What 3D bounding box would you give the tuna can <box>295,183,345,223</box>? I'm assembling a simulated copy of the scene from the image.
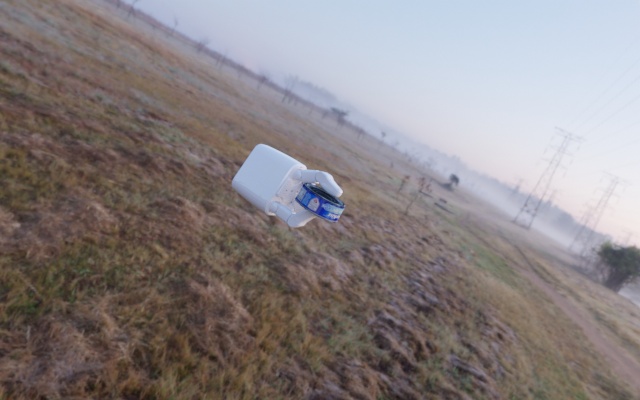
[{"bbox_3d":[0.000,0.002,0.843,0.086,0.034,0.086,28,10,-6],"label":"tuna can"}]
